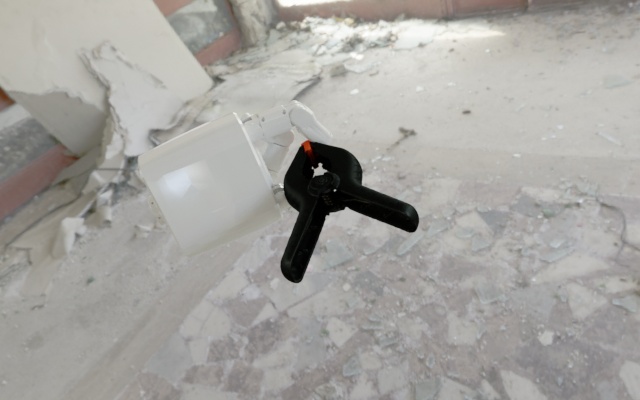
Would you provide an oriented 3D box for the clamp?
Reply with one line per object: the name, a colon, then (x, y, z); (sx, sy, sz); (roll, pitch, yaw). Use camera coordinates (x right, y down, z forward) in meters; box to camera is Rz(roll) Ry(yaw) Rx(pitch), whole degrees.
clamp: (0.000, 0.001, 0.442); (0.120, 0.039, 0.171); (-25, 36, -9)
